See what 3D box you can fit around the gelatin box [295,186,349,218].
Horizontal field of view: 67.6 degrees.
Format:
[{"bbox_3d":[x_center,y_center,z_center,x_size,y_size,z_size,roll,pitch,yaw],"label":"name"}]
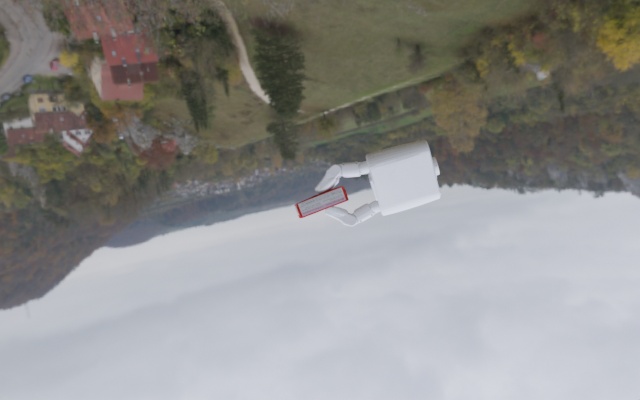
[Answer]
[{"bbox_3d":[0.000,0.003,0.844,0.089,0.030,0.073,-22,0,-6],"label":"gelatin box"}]
